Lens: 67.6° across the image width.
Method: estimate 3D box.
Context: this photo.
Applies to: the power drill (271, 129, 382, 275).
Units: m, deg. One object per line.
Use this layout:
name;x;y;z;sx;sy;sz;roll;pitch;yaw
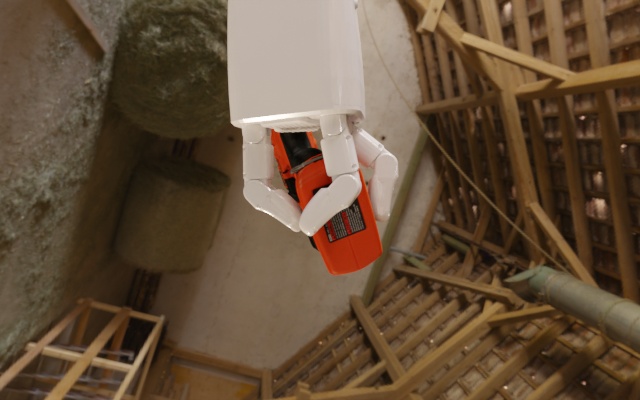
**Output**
power drill;0.000;0.001;0.487;0.057;0.184;0.187;-24;22;-8
